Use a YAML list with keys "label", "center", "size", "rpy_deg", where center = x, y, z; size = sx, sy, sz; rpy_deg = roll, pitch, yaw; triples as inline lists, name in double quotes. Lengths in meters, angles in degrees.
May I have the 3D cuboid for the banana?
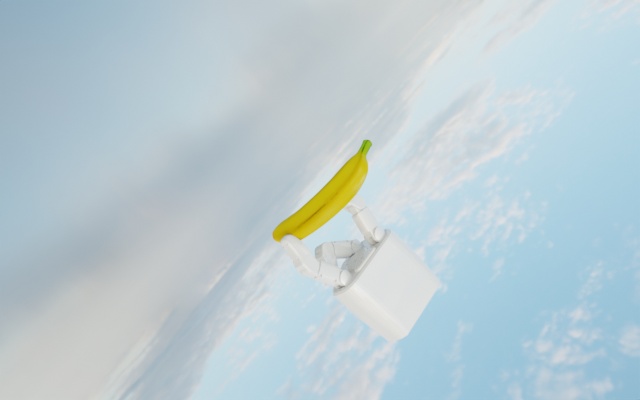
- label: "banana"
  center: [-0.002, 0.008, 0.605]
  size: [0.198, 0.037, 0.069]
  rpy_deg: [-43, 10, 27]
